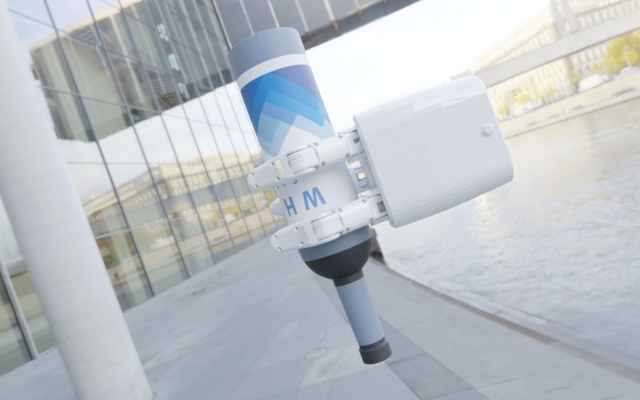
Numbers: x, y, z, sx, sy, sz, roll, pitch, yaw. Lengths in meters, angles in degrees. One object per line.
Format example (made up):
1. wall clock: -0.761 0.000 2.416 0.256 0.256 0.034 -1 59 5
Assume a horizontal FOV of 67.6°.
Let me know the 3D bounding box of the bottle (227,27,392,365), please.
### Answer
1. bottle: 0.000 0.001 0.422 0.069 0.295 0.069 -20 0 0
